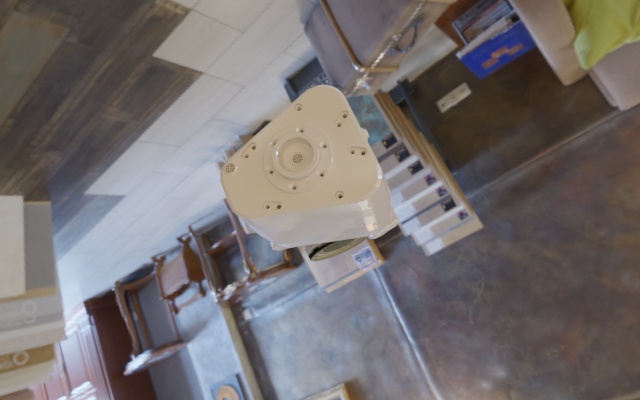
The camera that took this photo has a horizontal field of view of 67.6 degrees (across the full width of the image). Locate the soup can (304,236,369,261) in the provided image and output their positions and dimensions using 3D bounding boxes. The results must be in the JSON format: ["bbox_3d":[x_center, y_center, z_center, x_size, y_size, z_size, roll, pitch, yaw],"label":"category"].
[{"bbox_3d":[0.000,0.002,0.483,0.068,0.102,0.068,-22,-17,-7],"label":"soup can"}]
